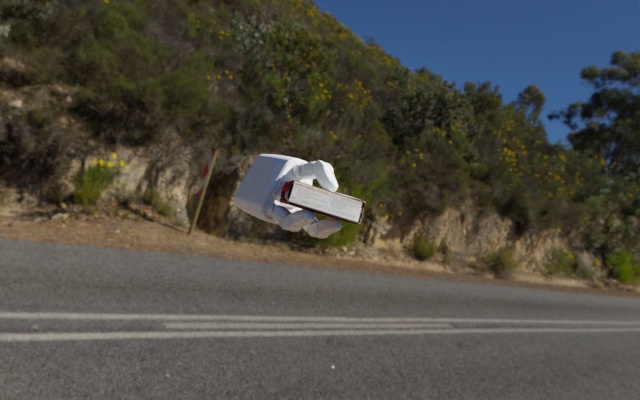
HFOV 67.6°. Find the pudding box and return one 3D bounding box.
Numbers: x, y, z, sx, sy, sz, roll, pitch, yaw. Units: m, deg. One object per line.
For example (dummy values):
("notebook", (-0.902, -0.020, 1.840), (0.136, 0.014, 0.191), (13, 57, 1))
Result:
("pudding box", (0.000, 0.002, 0.711), (0.113, 0.039, 0.090), (15, -2, -11))
